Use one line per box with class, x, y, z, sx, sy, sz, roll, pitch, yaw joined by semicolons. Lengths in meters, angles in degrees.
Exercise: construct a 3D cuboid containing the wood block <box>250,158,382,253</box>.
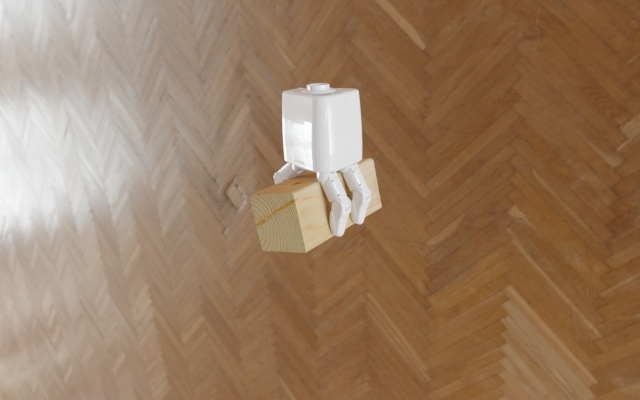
wood block;0.000;0.002;0.753;0.091;0.090;0.206;-1;16;40
